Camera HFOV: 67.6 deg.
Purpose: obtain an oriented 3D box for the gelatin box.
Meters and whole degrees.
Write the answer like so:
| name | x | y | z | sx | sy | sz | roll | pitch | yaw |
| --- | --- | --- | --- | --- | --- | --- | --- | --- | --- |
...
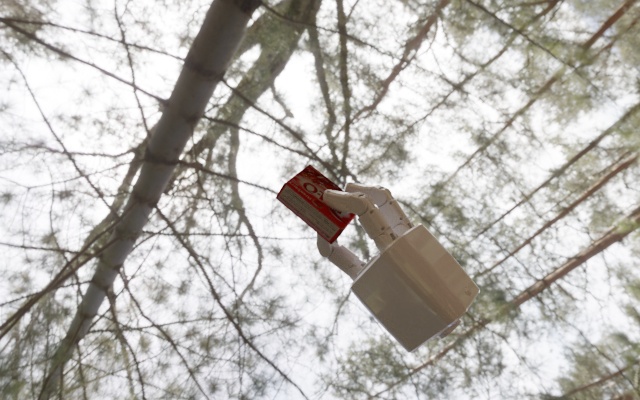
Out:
| name | x | y | z | sx | sy | sz | roll | pitch | yaw |
| --- | --- | --- | --- | --- | --- | --- | --- | --- | --- |
| gelatin box | 0.000 | 0.002 | 0.584 | 0.089 | 0.030 | 0.073 | 39 | 32 | 4 |
